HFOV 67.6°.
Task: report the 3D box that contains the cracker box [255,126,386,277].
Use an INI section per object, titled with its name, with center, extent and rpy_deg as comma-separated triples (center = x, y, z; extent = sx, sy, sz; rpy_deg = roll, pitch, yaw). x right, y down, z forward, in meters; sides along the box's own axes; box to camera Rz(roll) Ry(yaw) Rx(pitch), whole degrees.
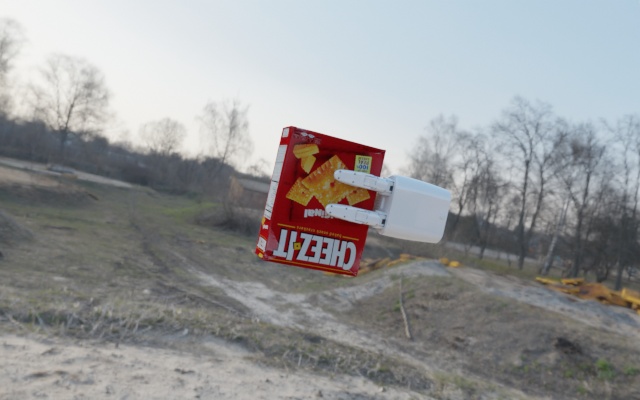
[cracker box]
center = 0.000, 0.002, 0.772
extent = 0.164, 0.213, 0.072
rpy_deg = 12, 1, -17
